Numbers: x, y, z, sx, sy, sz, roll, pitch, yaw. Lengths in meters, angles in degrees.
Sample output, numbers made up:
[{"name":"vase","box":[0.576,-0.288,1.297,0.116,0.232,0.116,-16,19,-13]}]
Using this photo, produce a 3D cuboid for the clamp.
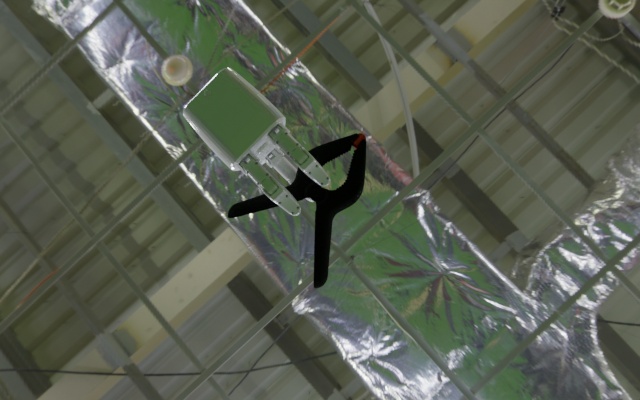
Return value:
[{"name":"clamp","box":[0.000,0.002,0.650,0.210,0.164,0.036,-45,-5,0]}]
